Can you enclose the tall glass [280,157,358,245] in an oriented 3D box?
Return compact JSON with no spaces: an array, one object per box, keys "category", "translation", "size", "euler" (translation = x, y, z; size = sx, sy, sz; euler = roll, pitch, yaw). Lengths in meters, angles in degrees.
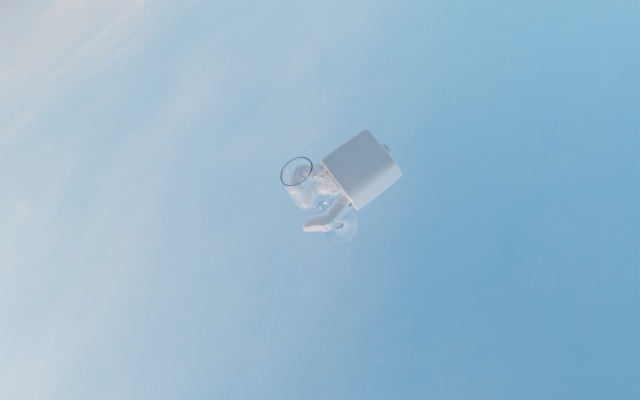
[{"category":"tall glass","translation":[0.000,0.003,0.885],"size":[0.079,0.079,0.201],"euler":[0,-32,30]}]
